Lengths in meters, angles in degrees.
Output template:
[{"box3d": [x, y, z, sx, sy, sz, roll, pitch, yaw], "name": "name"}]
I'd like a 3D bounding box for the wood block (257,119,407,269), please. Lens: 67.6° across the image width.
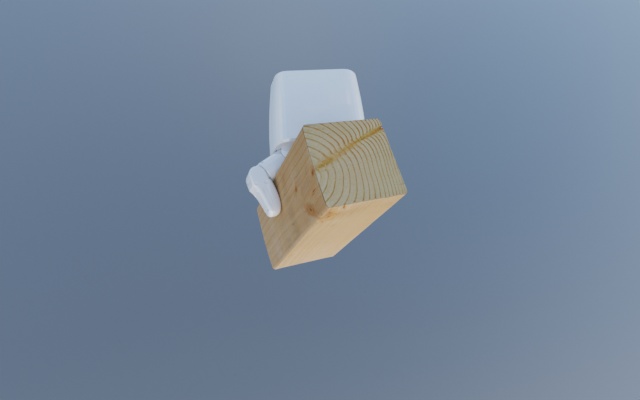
[{"box3d": [0.000, 0.001, 0.549, 0.091, 0.090, 0.206, -9, -20, -24], "name": "wood block"}]
